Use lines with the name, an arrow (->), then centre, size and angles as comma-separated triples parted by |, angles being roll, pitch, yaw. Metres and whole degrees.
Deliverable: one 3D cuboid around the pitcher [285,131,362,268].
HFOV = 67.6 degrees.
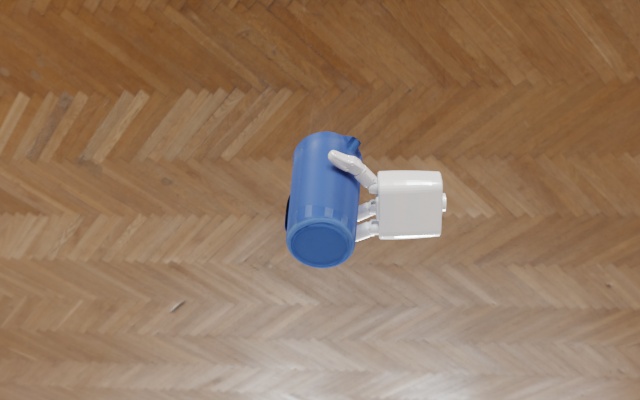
pitcher -> 0.000, 0.003, 0.828 | 0.145, 0.149, 0.242 | 1, 38, 4
